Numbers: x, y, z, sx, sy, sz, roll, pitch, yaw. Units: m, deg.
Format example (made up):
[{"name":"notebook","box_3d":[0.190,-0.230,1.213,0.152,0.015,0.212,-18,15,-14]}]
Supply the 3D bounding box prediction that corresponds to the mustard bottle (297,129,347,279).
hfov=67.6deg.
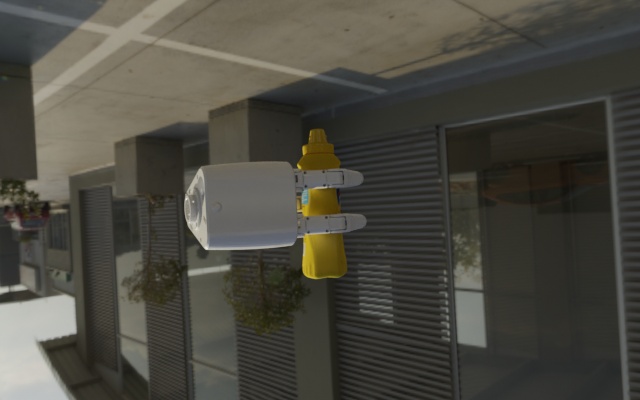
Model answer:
[{"name":"mustard bottle","box_3d":[0.000,0.002,0.630,0.058,0.191,0.096,-3,-1,-2]}]
